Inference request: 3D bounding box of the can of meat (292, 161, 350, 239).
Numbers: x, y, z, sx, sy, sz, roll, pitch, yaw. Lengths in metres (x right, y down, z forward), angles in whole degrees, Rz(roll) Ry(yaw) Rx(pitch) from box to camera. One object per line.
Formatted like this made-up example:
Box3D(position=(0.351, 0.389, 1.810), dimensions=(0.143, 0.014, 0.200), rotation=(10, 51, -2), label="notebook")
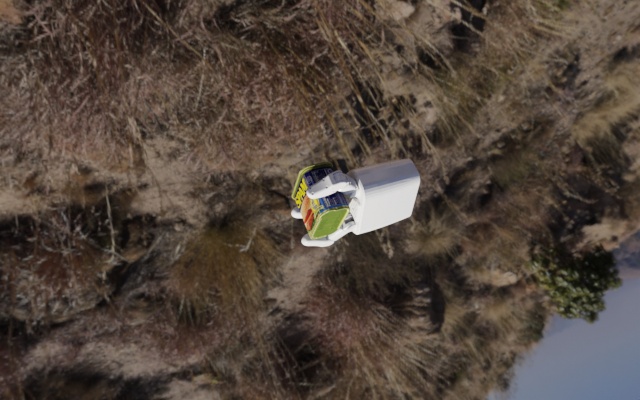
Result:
Box3D(position=(0.000, 0.003, 0.757), dimensions=(0.057, 0.084, 0.102), rotation=(-13, -25, -22), label="can of meat")
